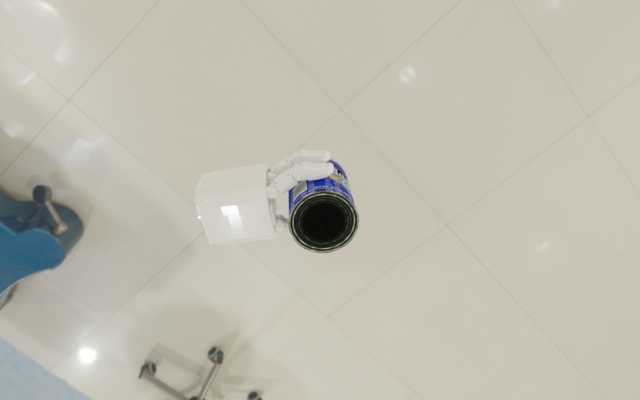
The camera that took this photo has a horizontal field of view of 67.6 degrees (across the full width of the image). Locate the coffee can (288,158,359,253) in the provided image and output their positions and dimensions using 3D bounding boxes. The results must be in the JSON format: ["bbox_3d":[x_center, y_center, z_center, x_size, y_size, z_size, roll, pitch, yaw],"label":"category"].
[{"bbox_3d":[0.000,0.002,0.747,0.103,0.103,0.140,0,25,-5],"label":"coffee can"}]
